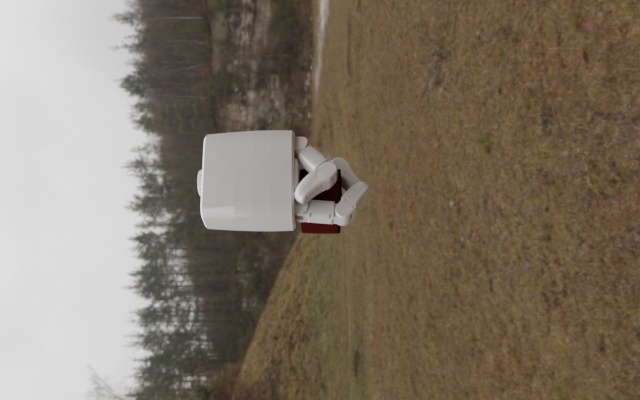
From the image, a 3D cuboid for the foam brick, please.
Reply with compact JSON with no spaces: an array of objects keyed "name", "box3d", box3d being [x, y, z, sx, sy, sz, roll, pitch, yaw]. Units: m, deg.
[{"name":"foam brick","box3d":[0.000,0.002,0.606,0.051,0.053,0.078,-1,-32,-1]}]
